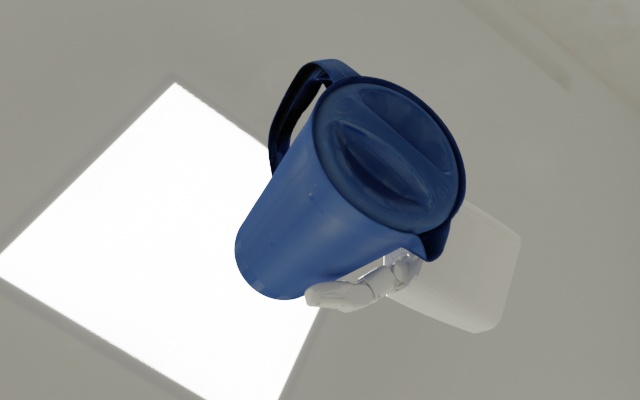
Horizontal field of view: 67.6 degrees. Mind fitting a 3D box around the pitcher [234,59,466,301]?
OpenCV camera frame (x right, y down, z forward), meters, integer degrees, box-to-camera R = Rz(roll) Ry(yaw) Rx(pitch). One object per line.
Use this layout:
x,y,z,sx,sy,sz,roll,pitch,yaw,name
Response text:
0.000,0.002,0.442,0.145,0.149,0.243,25,-34,-16,pitcher
